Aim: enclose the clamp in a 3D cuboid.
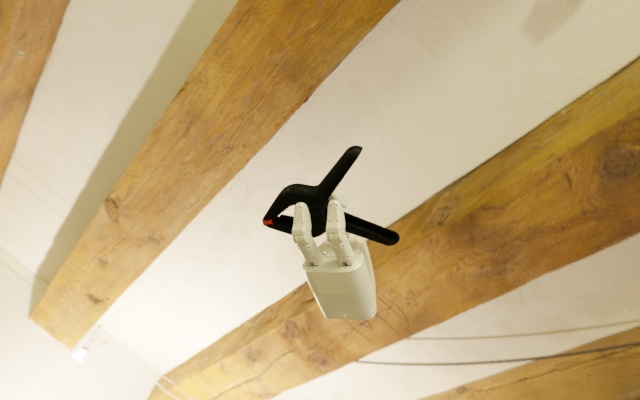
[{"bbox_3d":[0.000,0.002,0.712,0.210,0.165,0.036,-5,30,26],"label":"clamp"}]
